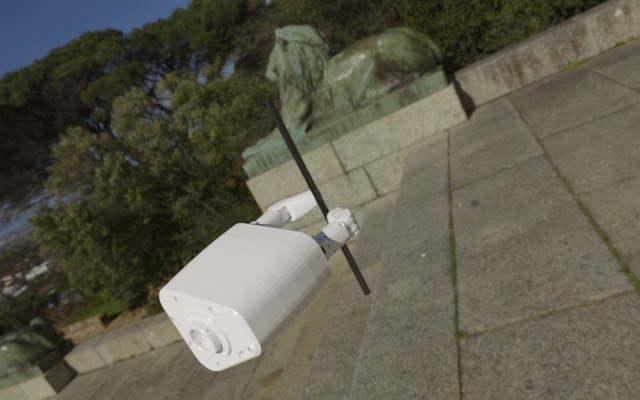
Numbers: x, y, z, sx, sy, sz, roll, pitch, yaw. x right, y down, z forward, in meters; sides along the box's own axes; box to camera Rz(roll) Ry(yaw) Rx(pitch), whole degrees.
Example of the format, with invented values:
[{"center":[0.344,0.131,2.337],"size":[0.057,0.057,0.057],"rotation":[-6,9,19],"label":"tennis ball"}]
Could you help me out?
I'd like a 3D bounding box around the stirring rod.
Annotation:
[{"center":[0.000,0.002,0.509],"size":[0.011,0.239,0.011],"rotation":[-25,15,7],"label":"stirring rod"}]
